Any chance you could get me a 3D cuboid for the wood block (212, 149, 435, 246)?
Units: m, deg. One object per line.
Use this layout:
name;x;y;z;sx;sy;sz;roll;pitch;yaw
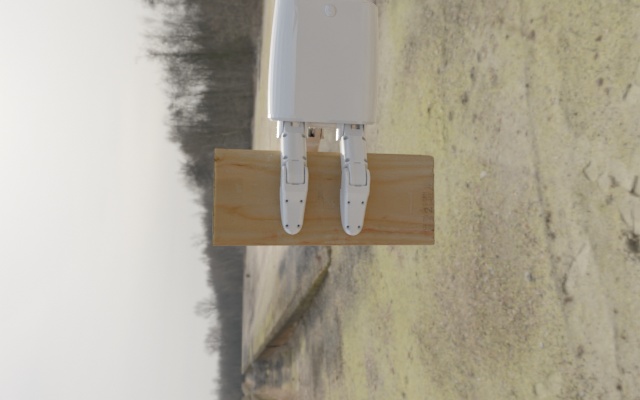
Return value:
wood block;0.000;0.001;0.480;0.206;0.090;0.091;1;-4;-9
